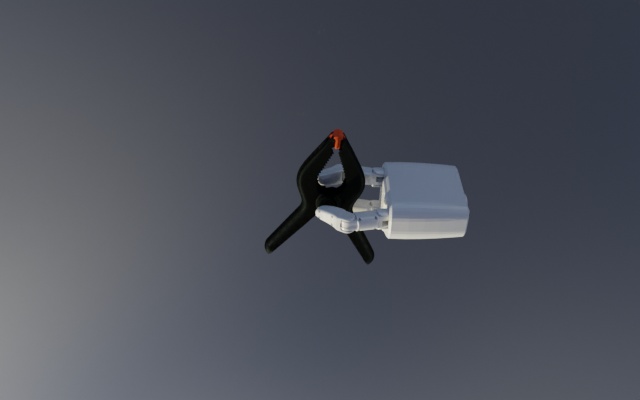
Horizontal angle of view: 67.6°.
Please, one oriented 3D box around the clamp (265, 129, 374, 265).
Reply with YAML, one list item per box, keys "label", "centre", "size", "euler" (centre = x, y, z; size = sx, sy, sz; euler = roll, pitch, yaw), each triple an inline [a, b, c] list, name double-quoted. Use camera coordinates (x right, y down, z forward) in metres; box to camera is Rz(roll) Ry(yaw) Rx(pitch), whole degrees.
- label: "clamp"
  centre: [0.000, 0.002, 0.674]
  size: [0.164, 0.210, 0.036]
  euler: [0, 29, -1]
